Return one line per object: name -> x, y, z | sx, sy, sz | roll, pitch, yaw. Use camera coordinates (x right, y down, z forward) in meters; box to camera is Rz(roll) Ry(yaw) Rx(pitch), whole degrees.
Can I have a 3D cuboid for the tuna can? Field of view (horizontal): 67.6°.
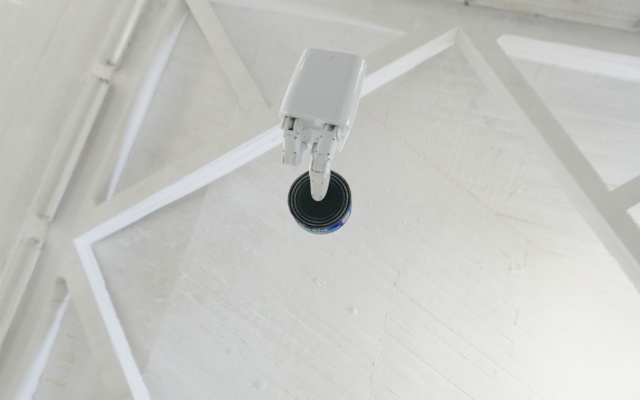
tuna can -> 0.000, 0.002, 0.647 | 0.086, 0.086, 0.034 | 0, -21, 6
